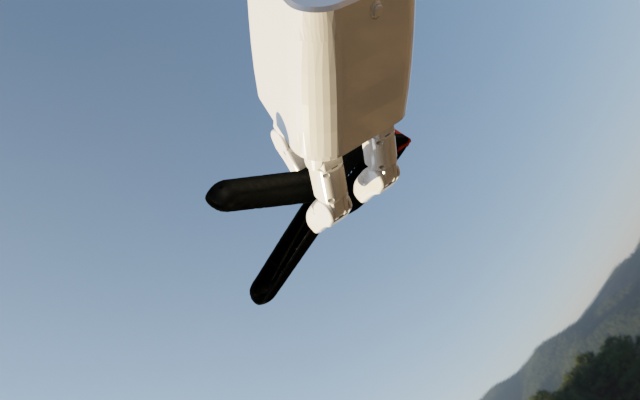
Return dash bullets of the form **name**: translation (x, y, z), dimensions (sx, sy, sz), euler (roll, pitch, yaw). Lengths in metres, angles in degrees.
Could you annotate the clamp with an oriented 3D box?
- **clamp**: translation (0.000, 0.001, 0.438), dimensions (0.210, 0.165, 0.036), euler (-33, 56, -26)
